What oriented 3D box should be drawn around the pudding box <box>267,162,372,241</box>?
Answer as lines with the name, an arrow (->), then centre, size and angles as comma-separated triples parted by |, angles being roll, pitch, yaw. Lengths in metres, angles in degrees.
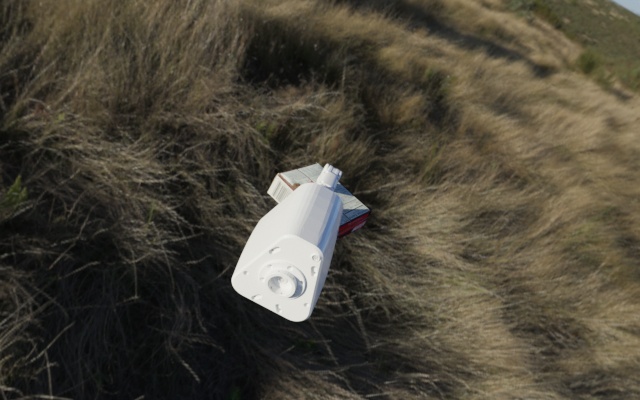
pudding box -> 0.000, 0.002, 0.640 | 0.113, 0.039, 0.090 | 44, 34, 19
